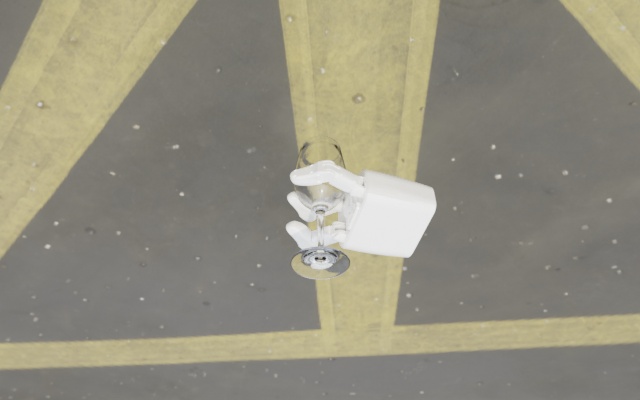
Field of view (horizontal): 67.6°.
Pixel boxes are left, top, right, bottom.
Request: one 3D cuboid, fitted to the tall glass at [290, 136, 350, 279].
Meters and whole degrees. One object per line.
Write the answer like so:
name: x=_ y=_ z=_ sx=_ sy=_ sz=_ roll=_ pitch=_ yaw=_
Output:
tall glass: x=0.000 y=0.003 z=0.653 sx=0.079 sy=0.200 sz=0.079 roll=0 pitch=-39 yaw=0
